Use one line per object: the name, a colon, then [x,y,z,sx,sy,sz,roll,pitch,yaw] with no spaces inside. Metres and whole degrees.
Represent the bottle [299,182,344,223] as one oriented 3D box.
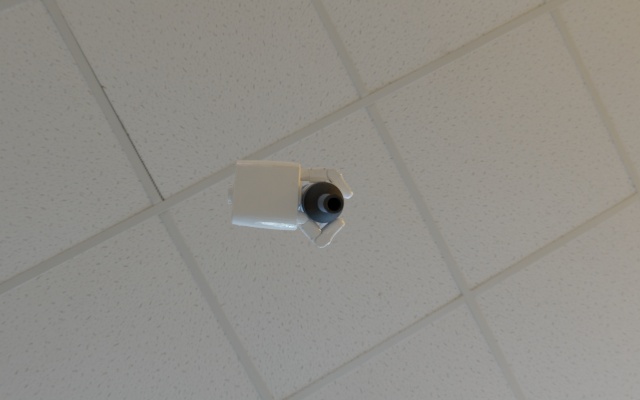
bottle: [0.000,0.003,0.798,0.069,0.069,0.295,0,1,-7]
